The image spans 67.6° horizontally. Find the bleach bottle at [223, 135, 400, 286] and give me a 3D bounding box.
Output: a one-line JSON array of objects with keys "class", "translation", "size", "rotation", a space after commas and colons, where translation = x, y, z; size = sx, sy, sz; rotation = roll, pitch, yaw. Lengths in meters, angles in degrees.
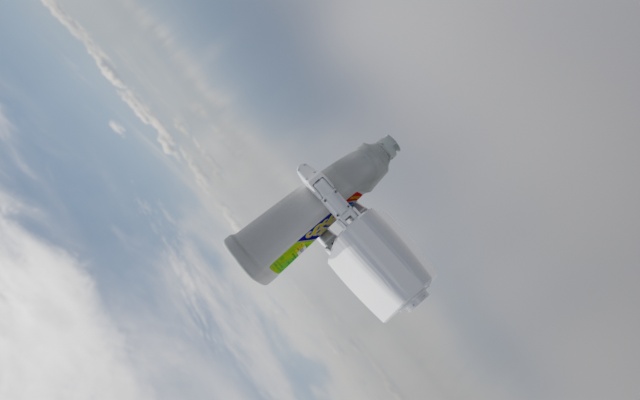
[{"class": "bleach bottle", "translation": [0.000, 0.002, 0.611], "size": [0.251, 0.068, 0.102], "rotation": [-40, -16, -5]}]
